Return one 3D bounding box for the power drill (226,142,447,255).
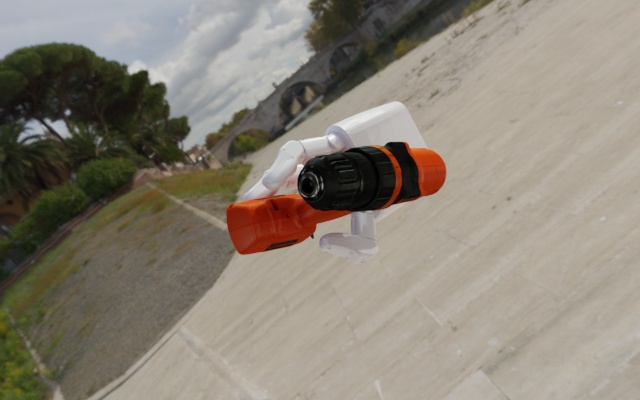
[{"bbox_3d":[0.000,0.001,0.433,0.188,0.057,0.184,-20,-9,39],"label":"power drill"}]
